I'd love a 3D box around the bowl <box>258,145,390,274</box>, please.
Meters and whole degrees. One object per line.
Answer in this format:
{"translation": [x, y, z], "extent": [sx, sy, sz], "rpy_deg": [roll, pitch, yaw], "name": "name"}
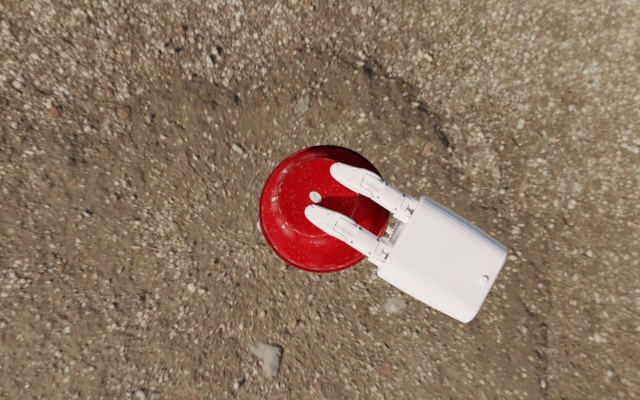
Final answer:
{"translation": [-0.001, 0.001, 0.558], "extent": [0.162, 0.162, 0.055], "rpy_deg": [0, -14, 8], "name": "bowl"}
